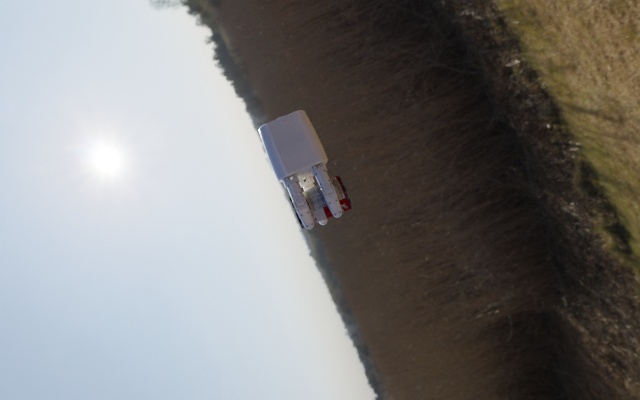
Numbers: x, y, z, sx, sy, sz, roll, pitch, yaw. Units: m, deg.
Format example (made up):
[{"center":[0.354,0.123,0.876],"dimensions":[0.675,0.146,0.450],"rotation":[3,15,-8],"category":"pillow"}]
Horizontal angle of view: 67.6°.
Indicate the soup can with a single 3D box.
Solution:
[{"center":[0.000,0.004,0.891],"dimensions":[0.102,0.068,0.068],"rotation":[-23,1,-2],"category":"soup can"}]
